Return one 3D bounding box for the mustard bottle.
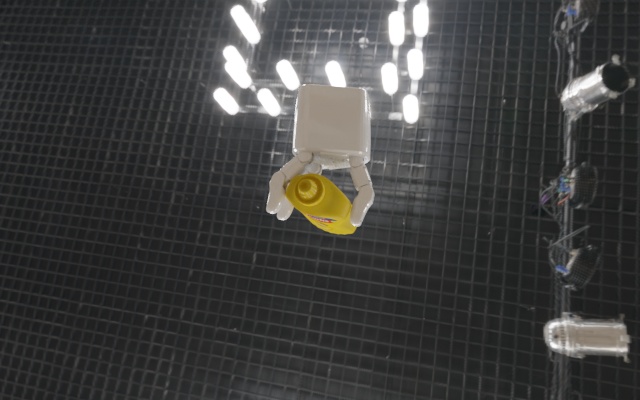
[{"bbox_3d":[0.000,0.003,0.705,0.096,0.058,0.192,24,-8,17],"label":"mustard bottle"}]
